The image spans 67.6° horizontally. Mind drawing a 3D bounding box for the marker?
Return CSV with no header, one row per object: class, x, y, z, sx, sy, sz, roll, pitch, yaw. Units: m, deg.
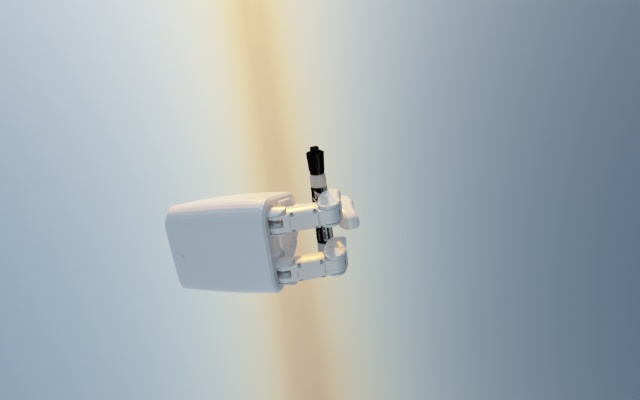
marker,0.000,0.002,0.506,0.020,0.121,0.020,-6,21,2
